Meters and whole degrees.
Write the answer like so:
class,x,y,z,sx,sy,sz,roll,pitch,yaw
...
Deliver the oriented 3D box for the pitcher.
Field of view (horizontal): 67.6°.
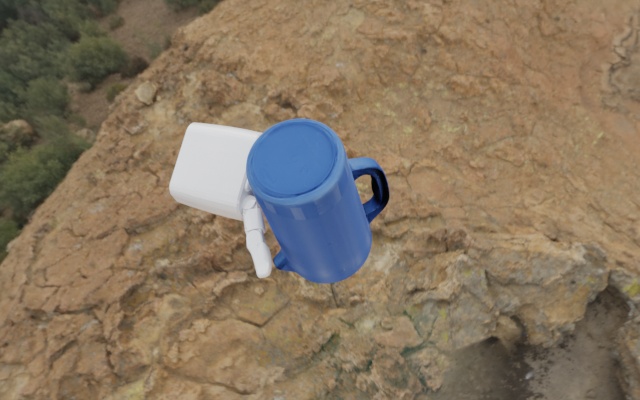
class,x,y,z,sx,sy,sz,roll,pitch,yaw
pitcher,0.000,0.002,0.602,0.145,0.149,0.243,12,-23,15
